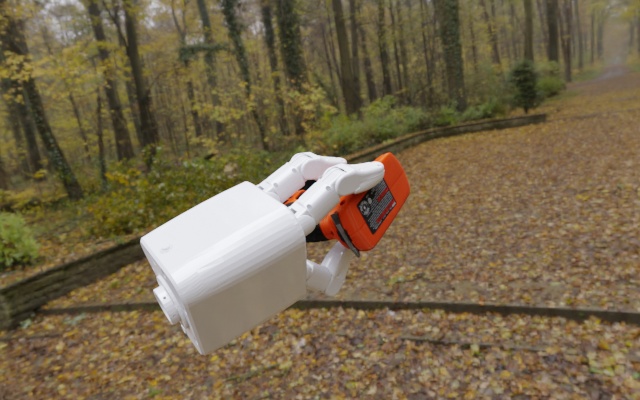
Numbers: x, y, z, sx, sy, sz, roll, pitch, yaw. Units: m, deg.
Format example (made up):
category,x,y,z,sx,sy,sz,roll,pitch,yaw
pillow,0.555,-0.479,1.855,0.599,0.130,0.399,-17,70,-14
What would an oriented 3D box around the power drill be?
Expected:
category,x,y,z,sx,sy,sz,roll,pitch,yaw
power drill,0.000,0.002,0.520,0.187,0.057,0.184,-11,31,45
